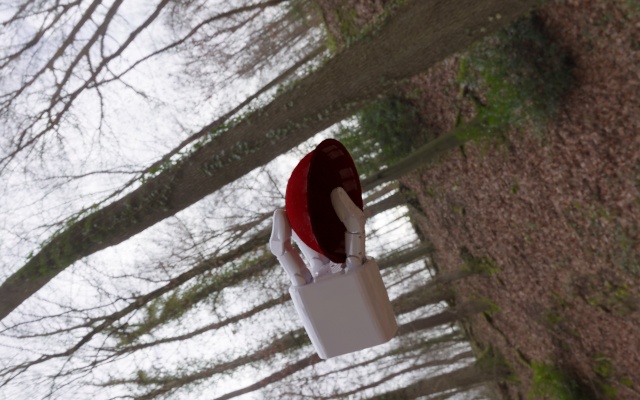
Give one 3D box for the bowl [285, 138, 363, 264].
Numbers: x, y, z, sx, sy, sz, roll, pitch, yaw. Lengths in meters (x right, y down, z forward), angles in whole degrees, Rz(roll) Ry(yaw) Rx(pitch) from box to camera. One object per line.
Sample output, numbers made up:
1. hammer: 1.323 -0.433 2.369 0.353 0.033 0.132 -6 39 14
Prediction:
1. bowl: 0.000 0.001 0.625 0.055 0.162 0.162 -5 -2 28
